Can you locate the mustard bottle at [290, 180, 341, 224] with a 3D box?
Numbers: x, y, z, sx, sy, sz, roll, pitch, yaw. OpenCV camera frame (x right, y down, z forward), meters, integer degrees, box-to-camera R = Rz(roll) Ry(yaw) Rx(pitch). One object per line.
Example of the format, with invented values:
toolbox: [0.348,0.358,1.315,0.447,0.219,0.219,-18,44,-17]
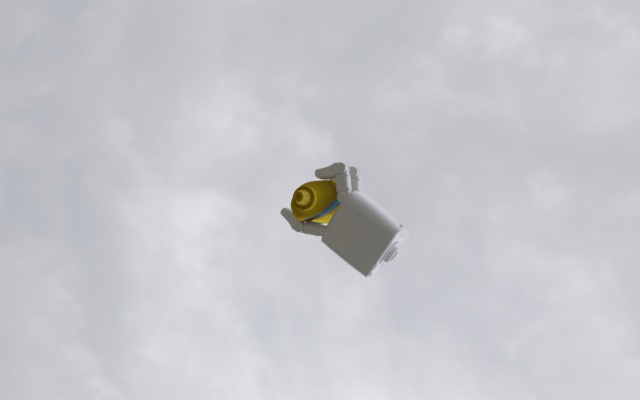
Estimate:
mustard bottle: [0.000,0.003,0.848,0.096,0.058,0.191,-30,-15,17]
